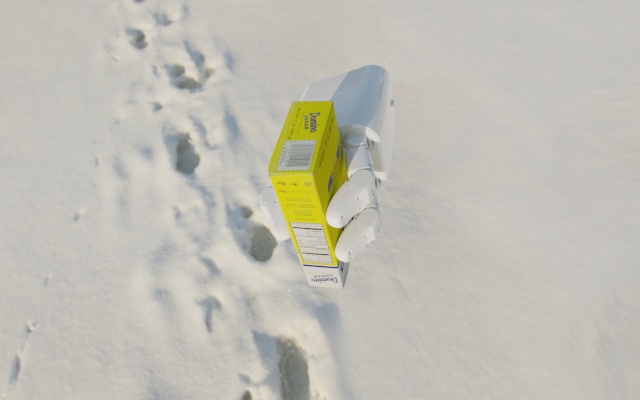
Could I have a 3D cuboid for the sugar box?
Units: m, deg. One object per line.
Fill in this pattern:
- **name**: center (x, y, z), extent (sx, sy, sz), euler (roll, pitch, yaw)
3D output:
- **sugar box**: center (0.001, 0.001, 0.464), extent (0.048, 0.093, 0.176), euler (1, -39, 18)
